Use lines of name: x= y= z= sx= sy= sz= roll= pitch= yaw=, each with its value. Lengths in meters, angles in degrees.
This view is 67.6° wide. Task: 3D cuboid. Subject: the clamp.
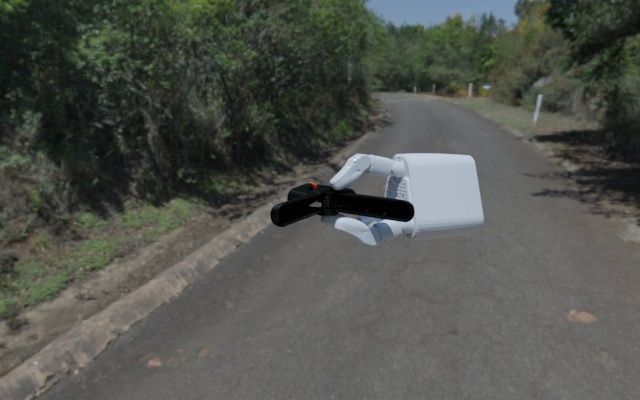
clamp: x=0.000 y=0.001 z=0.613 sx=0.164 sy=0.036 sz=0.210 roll=-2 pitch=9 yaw=-19
